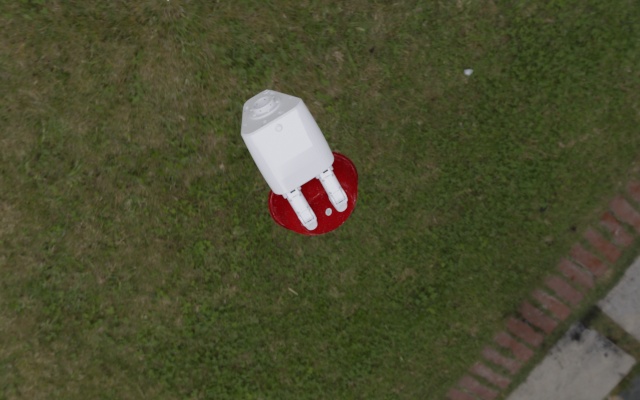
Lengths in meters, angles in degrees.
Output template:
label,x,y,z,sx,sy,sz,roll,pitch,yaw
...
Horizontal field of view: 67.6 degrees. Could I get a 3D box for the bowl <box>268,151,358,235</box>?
label,x,y,z,sx,sy,sz,roll,pitch,yaw
bowl,0.001,0.003,0.771,0.162,0.162,0.055,0,37,-30
